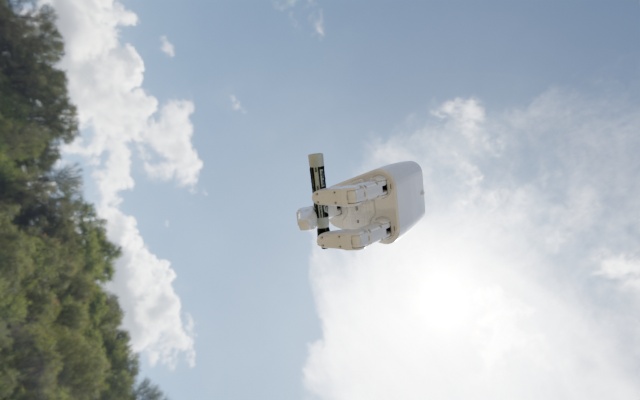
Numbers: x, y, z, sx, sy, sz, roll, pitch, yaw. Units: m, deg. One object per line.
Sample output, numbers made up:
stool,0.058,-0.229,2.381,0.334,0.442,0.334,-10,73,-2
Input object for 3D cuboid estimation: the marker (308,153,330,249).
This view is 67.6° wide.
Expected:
marker,0.000,0.002,0.595,0.020,0.121,0.020,-6,11,1
